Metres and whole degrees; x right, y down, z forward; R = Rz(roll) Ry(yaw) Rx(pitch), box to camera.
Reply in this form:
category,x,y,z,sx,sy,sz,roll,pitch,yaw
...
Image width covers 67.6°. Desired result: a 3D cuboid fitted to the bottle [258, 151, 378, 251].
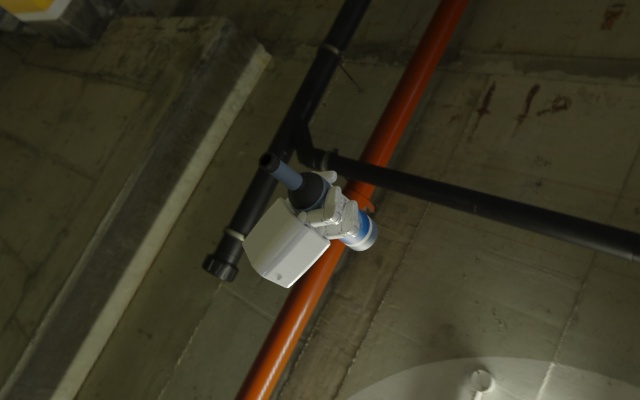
category,x,y,z,sx,sy,sz,roll,pitch,yaw
bottle,0.000,0.003,0.785,0.069,0.069,0.296,0,-24,35
